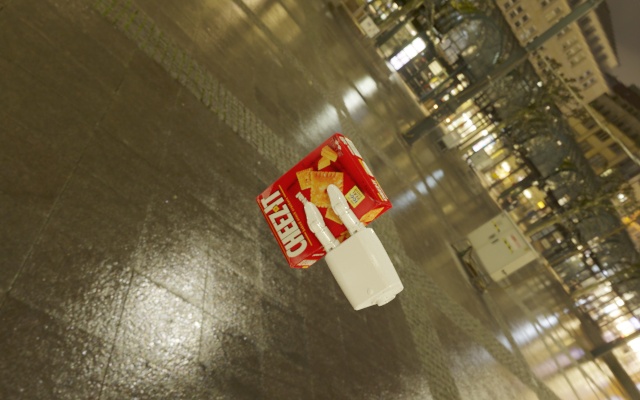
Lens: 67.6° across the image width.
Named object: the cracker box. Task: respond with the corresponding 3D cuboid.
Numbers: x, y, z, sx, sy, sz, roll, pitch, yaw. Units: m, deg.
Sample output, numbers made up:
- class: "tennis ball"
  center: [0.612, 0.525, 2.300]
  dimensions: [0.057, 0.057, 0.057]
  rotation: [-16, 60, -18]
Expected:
- class: "cracker box"
  center: [0.000, 0.003, 0.895]
  dimensions: [0.214, 0.164, 0.072]
  rotation: [-37, -22, 19]
